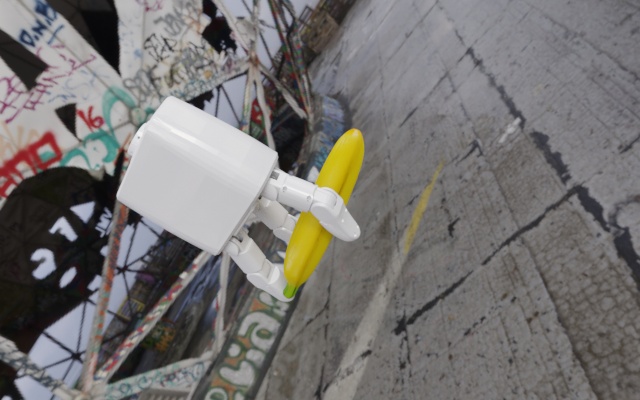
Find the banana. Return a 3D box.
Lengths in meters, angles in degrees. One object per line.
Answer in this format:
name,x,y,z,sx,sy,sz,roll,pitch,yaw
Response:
banana,0.004,0.001,0.479,0.037,0.197,0.069,28,-16,-10
